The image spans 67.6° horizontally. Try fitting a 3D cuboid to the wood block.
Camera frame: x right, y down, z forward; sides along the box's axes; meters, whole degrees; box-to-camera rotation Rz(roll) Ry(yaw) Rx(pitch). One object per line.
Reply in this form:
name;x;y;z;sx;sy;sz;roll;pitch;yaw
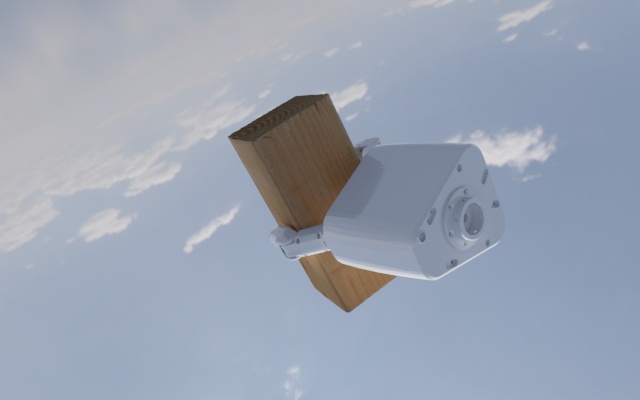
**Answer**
wood block;0.000;0.002;0.505;0.091;0.206;0.090;-34;22;-16
